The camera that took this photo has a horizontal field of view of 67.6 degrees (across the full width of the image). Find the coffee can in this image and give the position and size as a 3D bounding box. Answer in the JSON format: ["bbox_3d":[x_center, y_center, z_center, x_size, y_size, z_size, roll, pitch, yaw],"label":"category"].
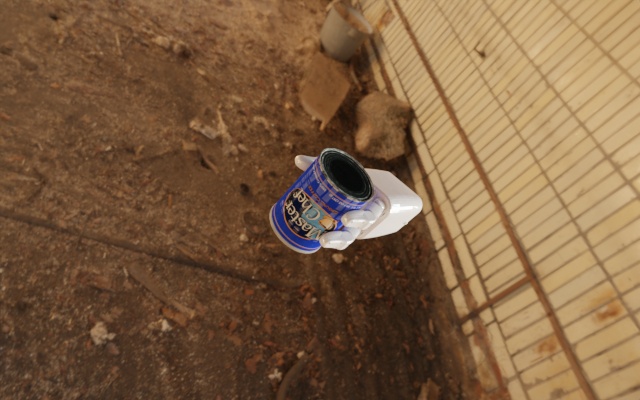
[{"bbox_3d":[0.000,0.002,0.744,0.103,0.102,0.140,0,-37,-46],"label":"coffee can"}]
